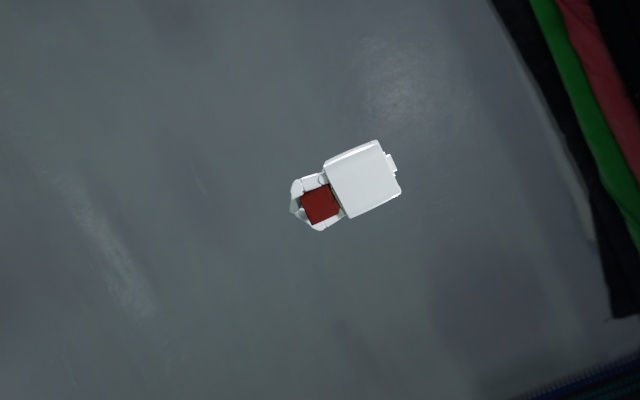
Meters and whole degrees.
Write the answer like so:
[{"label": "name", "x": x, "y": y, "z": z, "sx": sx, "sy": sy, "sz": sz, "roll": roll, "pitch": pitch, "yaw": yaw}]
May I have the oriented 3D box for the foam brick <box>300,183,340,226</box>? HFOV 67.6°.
[{"label": "foam brick", "x": 0.000, "y": 0.003, "z": 0.837, "sx": 0.051, "sy": 0.053, "sz": 0.078, "roll": -24, "pitch": 9, "yaw": 9}]
